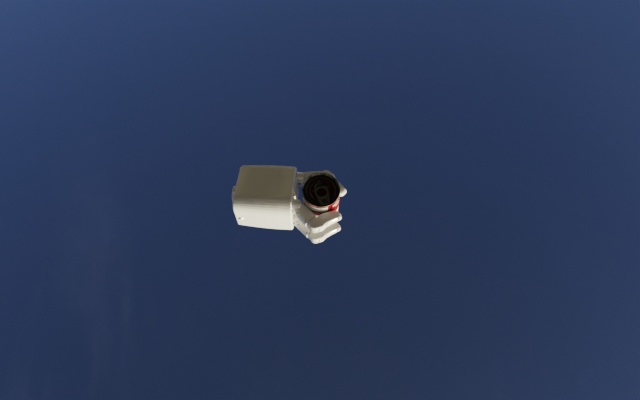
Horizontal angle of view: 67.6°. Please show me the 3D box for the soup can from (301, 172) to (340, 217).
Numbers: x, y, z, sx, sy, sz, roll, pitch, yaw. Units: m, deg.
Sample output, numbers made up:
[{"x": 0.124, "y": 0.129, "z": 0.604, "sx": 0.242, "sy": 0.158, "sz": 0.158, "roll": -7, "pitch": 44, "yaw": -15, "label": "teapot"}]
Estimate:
[{"x": 0.001, "y": 0.003, "z": 0.875, "sx": 0.068, "sy": 0.068, "sz": 0.102, "roll": 0, "pitch": -26, "yaw": -1, "label": "soup can"}]
